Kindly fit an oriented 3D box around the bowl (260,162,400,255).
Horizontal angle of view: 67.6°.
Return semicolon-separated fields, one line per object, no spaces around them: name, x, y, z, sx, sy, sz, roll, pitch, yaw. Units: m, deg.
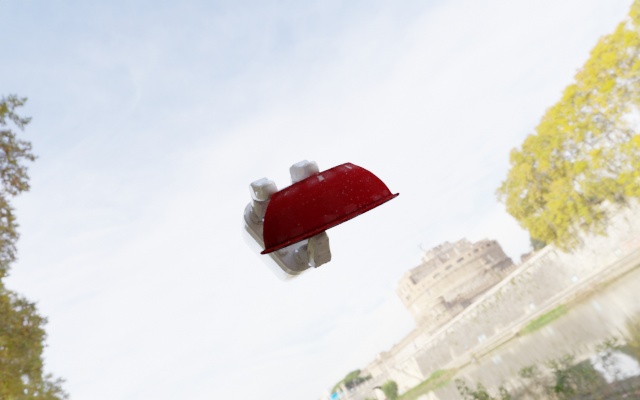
bowl;0.001;0.001;0.510;0.162;0.055;0.162;-23;0;0
